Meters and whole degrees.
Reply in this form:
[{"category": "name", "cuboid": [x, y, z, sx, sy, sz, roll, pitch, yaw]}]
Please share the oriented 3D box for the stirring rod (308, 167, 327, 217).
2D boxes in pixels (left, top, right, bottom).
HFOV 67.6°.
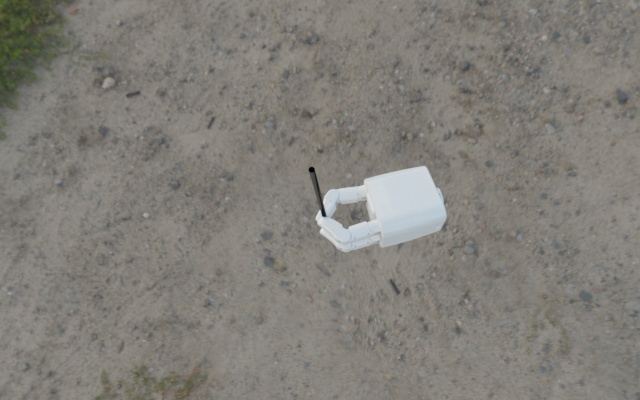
[{"category": "stirring rod", "cuboid": [0.000, 0.002, 0.697, 0.011, 0.011, 0.240, 0, -19, 6]}]
